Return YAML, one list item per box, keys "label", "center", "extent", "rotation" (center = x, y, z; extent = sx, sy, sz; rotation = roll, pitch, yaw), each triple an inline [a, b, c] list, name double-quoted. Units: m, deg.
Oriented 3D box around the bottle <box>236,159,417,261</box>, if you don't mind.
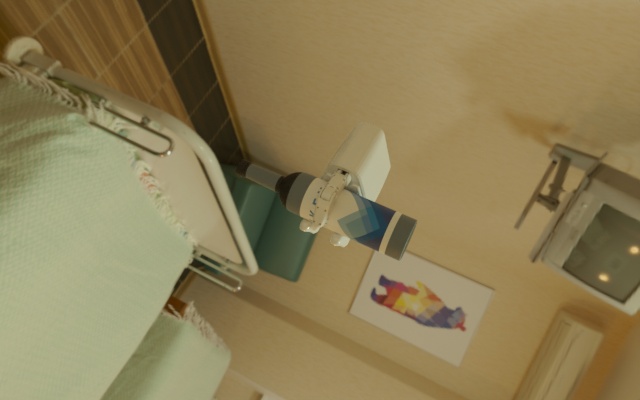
- label: "bottle"
  center: [0.000, 0.003, 0.743]
  extent: [0.295, 0.069, 0.069]
  rotation: [24, 6, 14]
